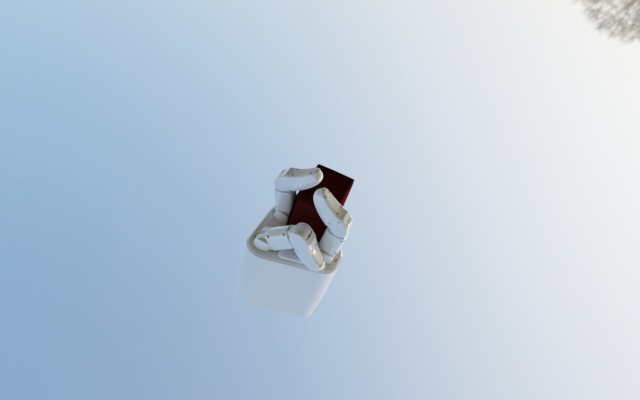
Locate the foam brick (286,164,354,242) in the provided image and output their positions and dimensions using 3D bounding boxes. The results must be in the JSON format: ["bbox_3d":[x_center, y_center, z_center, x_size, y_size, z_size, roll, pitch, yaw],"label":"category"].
[{"bbox_3d":[0.000,0.002,0.592,0.053,0.051,0.078,26,42,6],"label":"foam brick"}]
